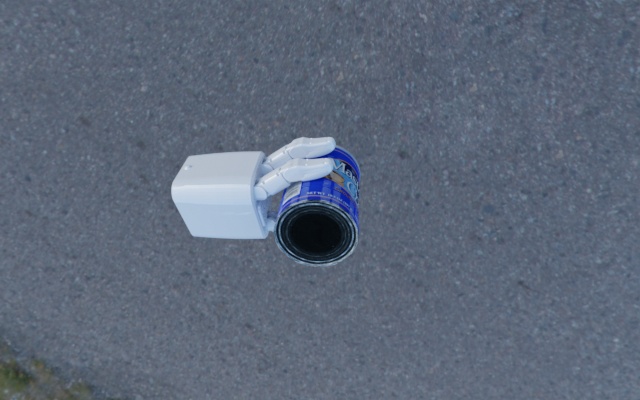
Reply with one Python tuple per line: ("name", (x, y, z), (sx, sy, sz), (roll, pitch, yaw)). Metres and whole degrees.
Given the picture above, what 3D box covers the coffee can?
("coffee can", (0.000, 0.002, 0.626), (0.103, 0.103, 0.140), (0, 35, 6))
